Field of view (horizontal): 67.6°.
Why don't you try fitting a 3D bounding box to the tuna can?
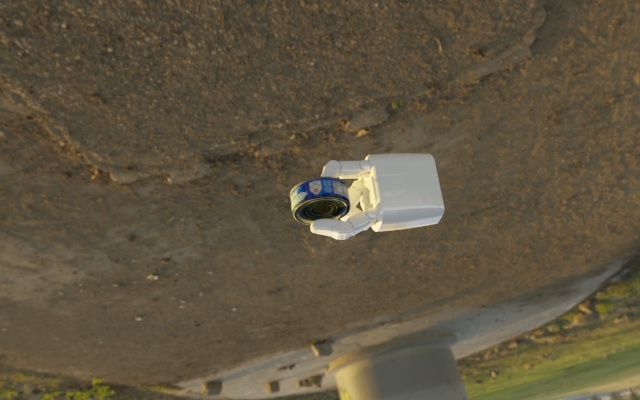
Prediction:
[{"bbox_3d":[0.000,0.003,0.689,0.086,0.033,0.086,-6,-29,-4],"label":"tuna can"}]
